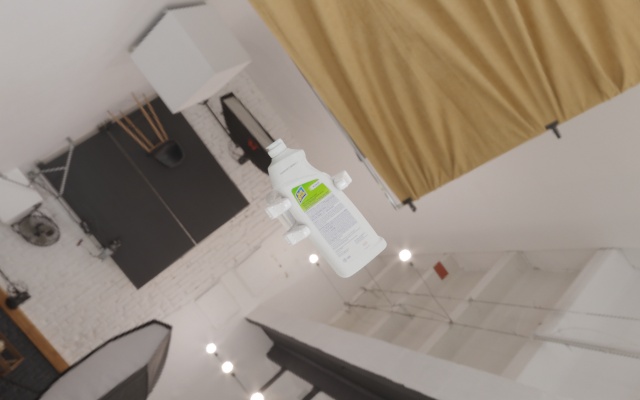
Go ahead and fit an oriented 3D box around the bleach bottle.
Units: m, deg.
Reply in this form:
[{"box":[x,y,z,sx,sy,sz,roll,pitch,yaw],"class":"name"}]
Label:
[{"box":[0.000,0.003,0.800,0.102,0.251,0.068,-37,9,-14],"class":"bleach bottle"}]
